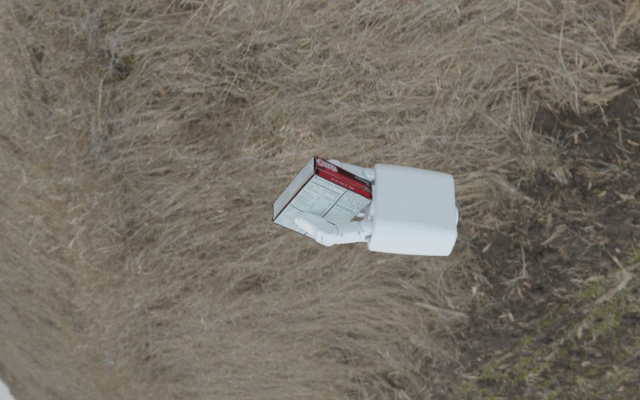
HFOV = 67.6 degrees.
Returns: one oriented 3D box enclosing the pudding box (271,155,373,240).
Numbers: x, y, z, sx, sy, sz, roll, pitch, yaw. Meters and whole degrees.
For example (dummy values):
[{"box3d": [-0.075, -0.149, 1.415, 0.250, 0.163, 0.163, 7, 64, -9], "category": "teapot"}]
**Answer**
[{"box3d": [0.000, 0.002, 0.628, 0.090, 0.039, 0.113, 25, -50, -23], "category": "pudding box"}]
